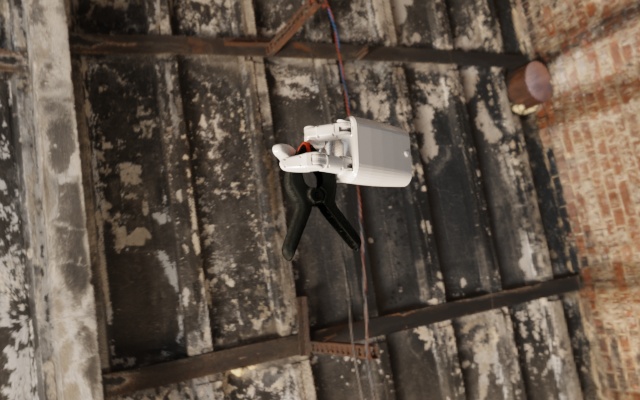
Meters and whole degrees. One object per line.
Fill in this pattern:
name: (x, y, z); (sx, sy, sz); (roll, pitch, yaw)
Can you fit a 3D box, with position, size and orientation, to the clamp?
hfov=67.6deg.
clamp: (0.000, 0.002, 0.685); (0.120, 0.171, 0.039); (6, -14, -30)
